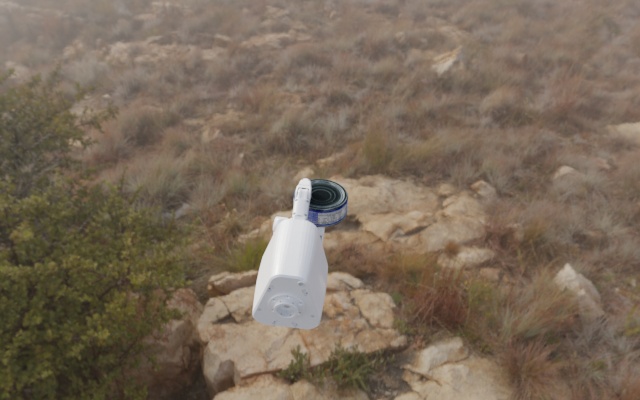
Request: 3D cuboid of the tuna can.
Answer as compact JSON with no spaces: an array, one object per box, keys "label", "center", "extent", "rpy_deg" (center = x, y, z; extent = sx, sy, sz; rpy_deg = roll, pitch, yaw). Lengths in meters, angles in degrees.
[{"label":"tuna can","center":[0.000,0.002,0.747],"extent":[0.086,0.034,0.086],"rpy_deg":[2,36,-2]}]
